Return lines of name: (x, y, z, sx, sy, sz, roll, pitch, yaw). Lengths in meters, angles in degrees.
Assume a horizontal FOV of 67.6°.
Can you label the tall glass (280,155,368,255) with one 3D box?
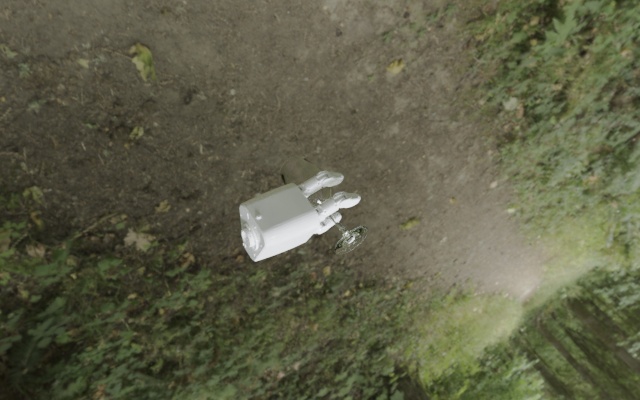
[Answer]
tall glass: (0.001, 0.003, 0.892, 0.079, 0.079, 0.201, 0, 44, -50)
